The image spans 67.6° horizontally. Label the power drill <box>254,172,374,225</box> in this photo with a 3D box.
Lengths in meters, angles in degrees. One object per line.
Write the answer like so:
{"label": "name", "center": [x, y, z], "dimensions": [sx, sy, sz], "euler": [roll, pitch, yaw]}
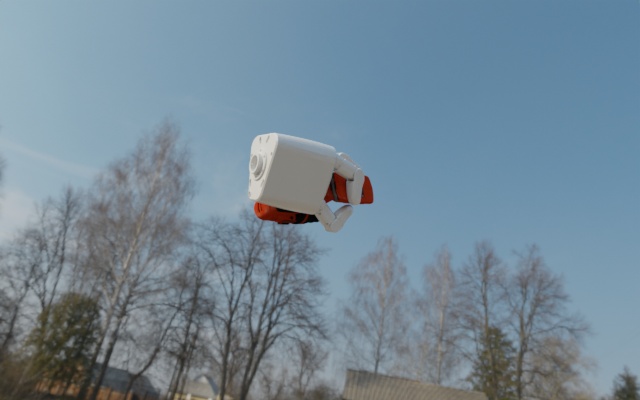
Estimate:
{"label": "power drill", "center": [0.000, 0.003, 0.877], "dimensions": [0.188, 0.057, 0.184], "euler": [-20, -14, 34]}
